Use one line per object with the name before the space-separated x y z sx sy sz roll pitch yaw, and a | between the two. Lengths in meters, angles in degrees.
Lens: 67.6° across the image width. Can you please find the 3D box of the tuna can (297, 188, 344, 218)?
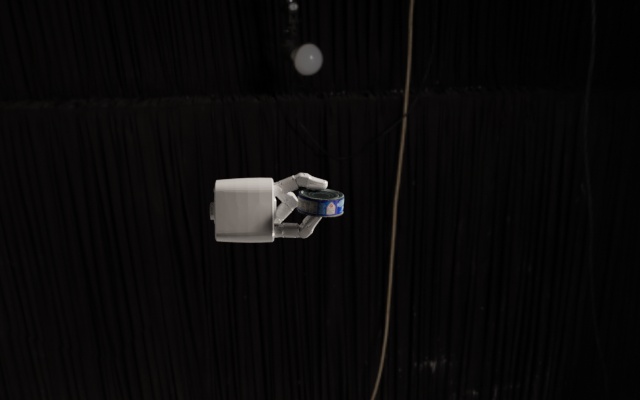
tuna can | 0.000 0.002 0.873 0.086 0.034 0.086 4 15 -1
